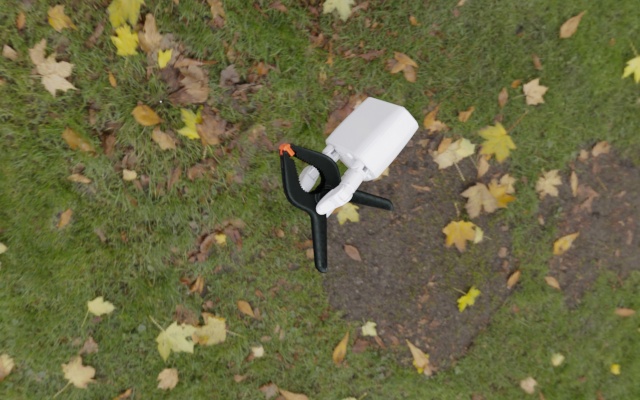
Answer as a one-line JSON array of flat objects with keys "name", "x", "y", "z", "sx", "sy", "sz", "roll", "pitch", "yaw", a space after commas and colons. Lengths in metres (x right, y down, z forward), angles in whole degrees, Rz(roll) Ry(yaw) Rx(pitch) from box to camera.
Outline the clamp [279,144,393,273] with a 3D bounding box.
[{"name": "clamp", "x": 0.000, "y": 0.002, "z": 0.746, "sx": 0.210, "sy": 0.164, "sz": 0.036, "roll": 44, "pitch": -9, "yaw": -21}]
